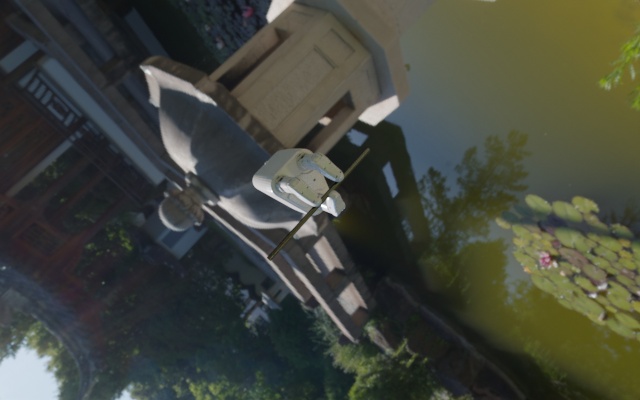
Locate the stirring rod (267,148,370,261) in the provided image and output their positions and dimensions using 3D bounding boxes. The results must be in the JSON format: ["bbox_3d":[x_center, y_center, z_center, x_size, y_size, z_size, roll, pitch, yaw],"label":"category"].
[{"bbox_3d":[0.000,0.002,0.748,0.011,0.239,0.011,39,-15,13],"label":"stirring rod"}]
